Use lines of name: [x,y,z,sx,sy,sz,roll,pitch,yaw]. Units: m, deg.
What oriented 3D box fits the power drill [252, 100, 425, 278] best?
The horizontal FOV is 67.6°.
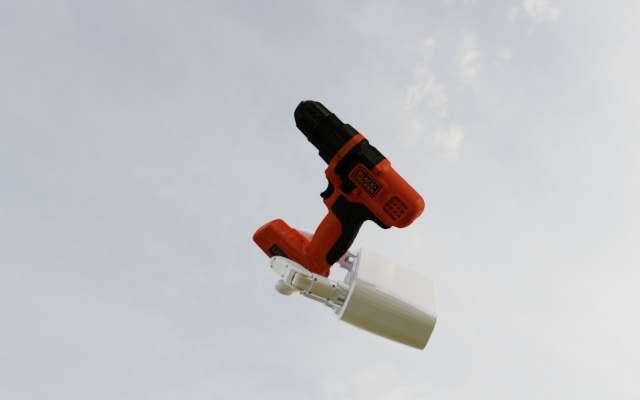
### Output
power drill: [0.000,0.002,0.562,0.188,0.184,0.057,-49,-10,28]
